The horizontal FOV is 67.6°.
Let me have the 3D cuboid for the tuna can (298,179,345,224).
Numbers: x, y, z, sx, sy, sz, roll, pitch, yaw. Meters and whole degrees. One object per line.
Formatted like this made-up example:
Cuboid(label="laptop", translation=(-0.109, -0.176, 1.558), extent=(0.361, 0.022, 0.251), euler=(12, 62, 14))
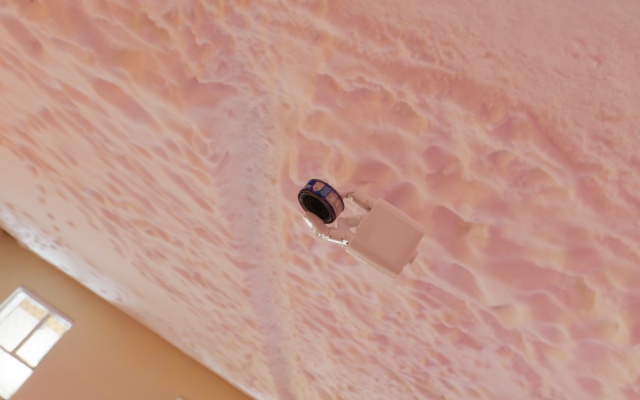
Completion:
Cuboid(label="tuna can", translation=(0.000, 0.003, 0.880), extent=(0.086, 0.086, 0.033), euler=(0, 41, 51))
